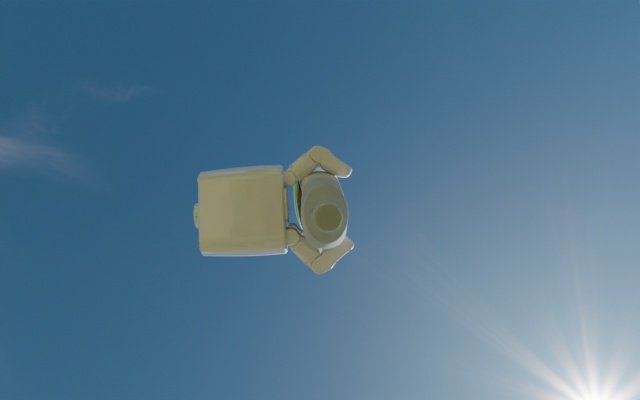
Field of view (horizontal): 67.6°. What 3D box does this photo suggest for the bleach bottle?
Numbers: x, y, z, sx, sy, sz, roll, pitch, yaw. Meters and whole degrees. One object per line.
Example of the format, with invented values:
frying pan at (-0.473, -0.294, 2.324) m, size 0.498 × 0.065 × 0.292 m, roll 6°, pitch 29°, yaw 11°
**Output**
bleach bottle at (0.000, 0.002, 0.620) m, size 0.068 × 0.102 × 0.251 m, roll -3°, pitch 4°, yaw -3°
